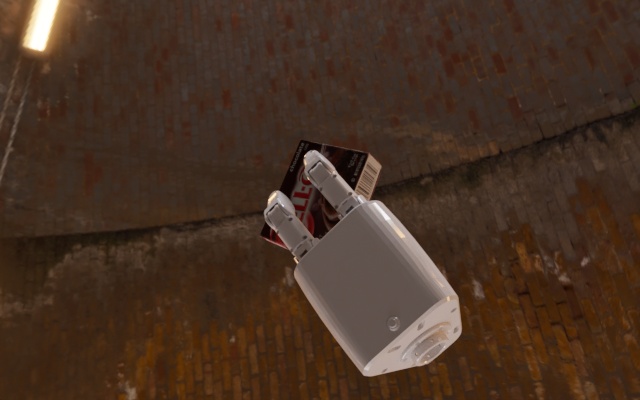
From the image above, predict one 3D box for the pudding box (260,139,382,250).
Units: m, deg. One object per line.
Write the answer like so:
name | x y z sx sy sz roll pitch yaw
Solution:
pudding box | 0.000 0.002 0.476 0.090 0.113 0.039 17 -11 38
